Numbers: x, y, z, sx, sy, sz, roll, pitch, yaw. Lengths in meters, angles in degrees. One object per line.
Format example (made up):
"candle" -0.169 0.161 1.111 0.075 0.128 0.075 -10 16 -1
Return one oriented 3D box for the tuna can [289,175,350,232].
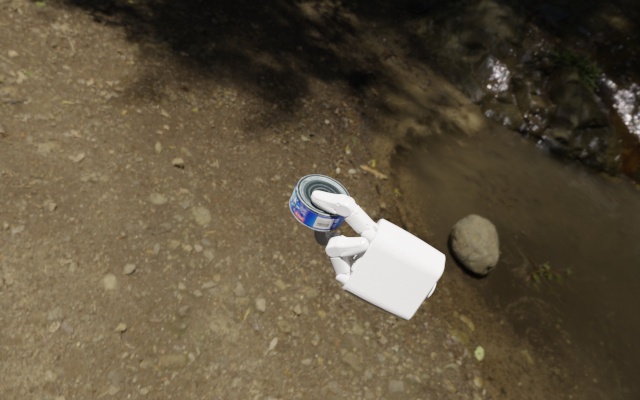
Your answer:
"tuna can" 0.000 0.002 0.692 0.086 0.086 0.034 0 -43 -26
